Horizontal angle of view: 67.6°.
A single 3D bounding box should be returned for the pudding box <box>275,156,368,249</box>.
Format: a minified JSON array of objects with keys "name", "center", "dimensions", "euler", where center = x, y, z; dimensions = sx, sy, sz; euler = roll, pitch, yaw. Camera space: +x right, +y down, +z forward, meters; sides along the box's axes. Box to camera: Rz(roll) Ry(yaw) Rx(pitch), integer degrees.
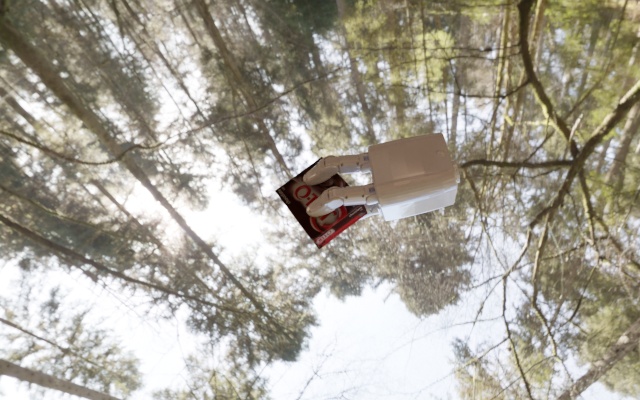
[{"name":"pudding box","center":[0.000,0.002,0.698],"dimensions":[0.090,0.113,0.039],"euler":[-36,-36,-6]}]
